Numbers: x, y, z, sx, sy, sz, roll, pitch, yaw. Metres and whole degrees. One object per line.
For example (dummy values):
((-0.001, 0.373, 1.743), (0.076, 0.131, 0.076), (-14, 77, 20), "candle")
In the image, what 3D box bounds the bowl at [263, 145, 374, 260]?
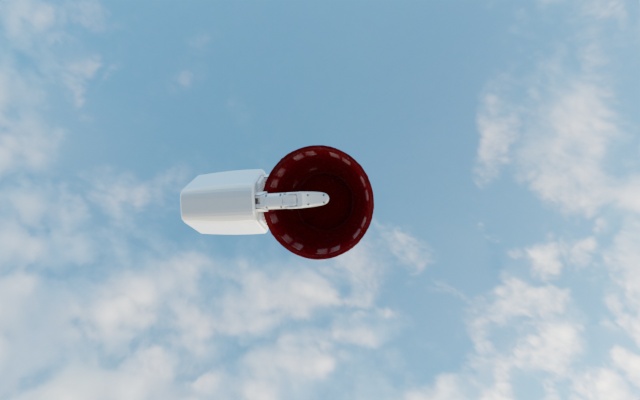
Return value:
((0.001, 0.003, 0.695), (0.162, 0.162, 0.055), (0, 2, 13), "bowl")
